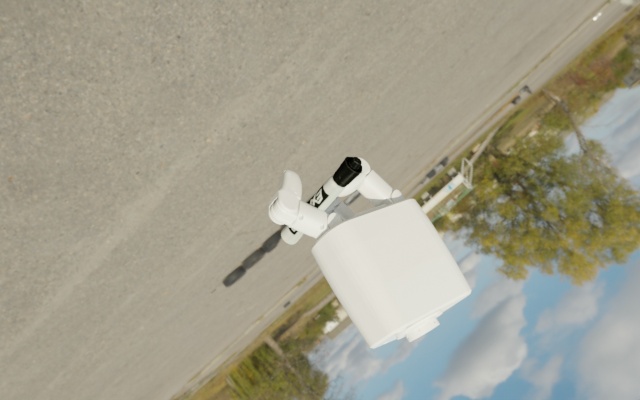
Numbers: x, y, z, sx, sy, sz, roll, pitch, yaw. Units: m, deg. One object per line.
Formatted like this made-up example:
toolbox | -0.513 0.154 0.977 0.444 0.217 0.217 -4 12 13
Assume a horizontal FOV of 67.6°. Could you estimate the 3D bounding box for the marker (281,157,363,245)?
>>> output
marker | 0.000 0.001 0.444 0.020 0.020 0.121 0 -36 -41
